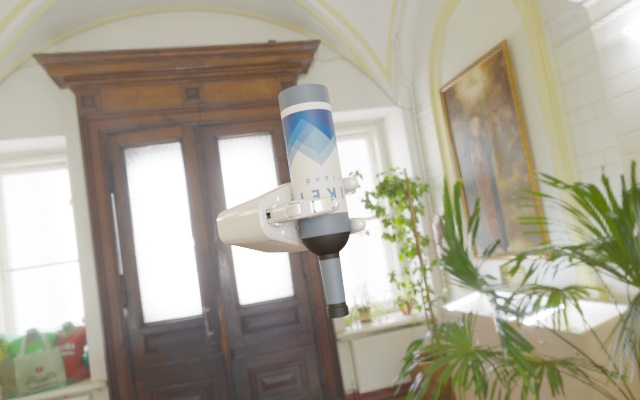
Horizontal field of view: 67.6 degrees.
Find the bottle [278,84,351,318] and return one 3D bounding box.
[{"bbox_3d":[0.000,0.002,0.618,0.069,0.295,0.069,-9,-5,-1],"label":"bottle"}]
